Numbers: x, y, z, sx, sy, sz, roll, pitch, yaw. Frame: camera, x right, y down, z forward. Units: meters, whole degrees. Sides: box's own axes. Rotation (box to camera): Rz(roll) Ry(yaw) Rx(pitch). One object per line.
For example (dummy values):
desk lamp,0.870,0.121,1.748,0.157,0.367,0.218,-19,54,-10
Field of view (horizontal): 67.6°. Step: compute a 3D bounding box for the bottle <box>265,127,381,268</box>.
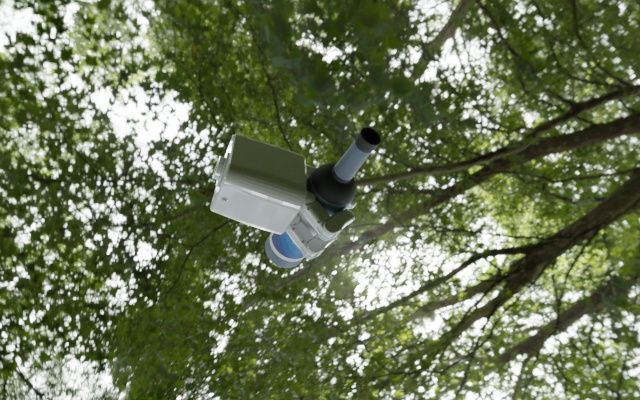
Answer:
bottle,0.000,0.002,0.675,0.069,0.069,0.296,0,-32,-29
